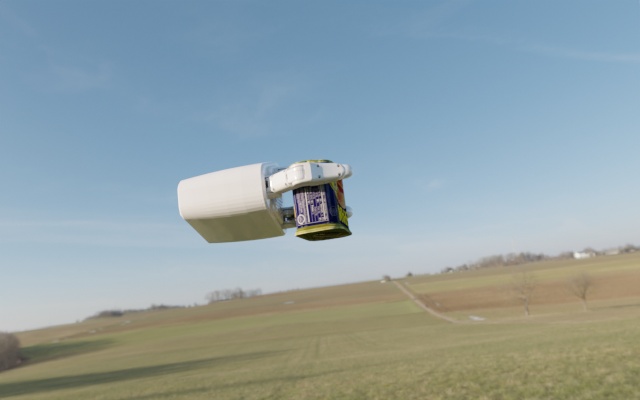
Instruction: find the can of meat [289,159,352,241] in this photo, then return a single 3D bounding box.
[{"bbox_3d":[0.000,0.002,0.581,0.057,0.084,0.102,-10,-11,11],"label":"can of meat"}]
